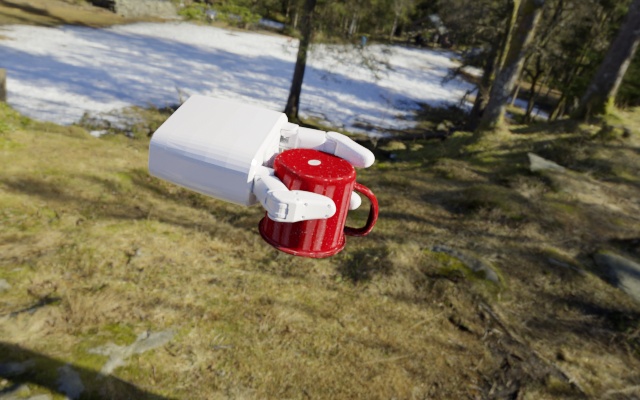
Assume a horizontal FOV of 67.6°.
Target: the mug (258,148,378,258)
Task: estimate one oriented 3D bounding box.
[{"bbox_3d":[0.001,0.002,0.480,0.117,0.081,0.093,15,25,5],"label":"mug"}]
